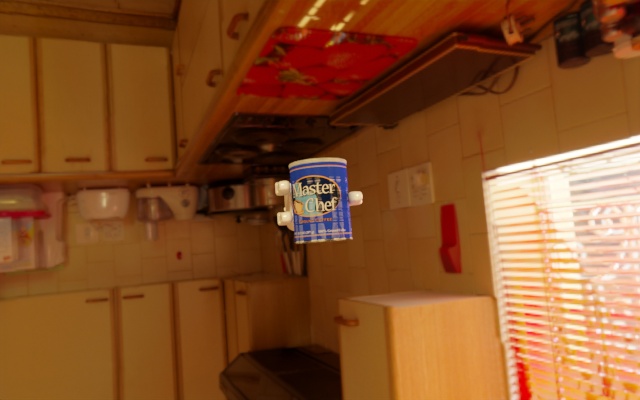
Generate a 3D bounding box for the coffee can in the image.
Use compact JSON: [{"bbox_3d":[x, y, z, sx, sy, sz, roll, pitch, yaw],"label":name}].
[{"bbox_3d":[0.000,0.003,0.841,0.103,0.140,0.103,-4,-5,0],"label":"coffee can"}]
